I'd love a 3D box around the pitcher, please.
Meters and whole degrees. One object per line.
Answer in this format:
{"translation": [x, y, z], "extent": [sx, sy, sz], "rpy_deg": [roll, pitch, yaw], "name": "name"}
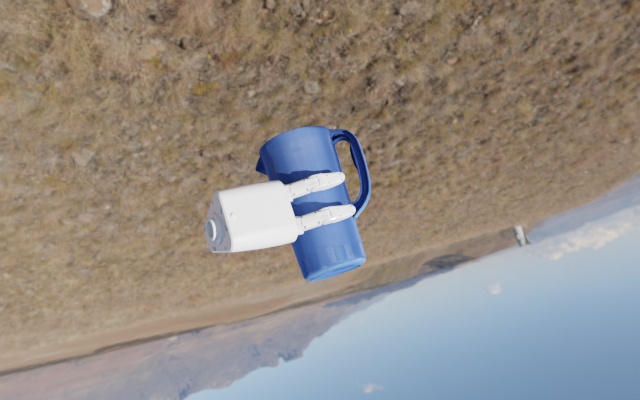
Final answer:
{"translation": [0.000, 0.003, 0.805], "extent": [0.145, 0.242, 0.149], "rpy_deg": [-9, -16, -33], "name": "pitcher"}
